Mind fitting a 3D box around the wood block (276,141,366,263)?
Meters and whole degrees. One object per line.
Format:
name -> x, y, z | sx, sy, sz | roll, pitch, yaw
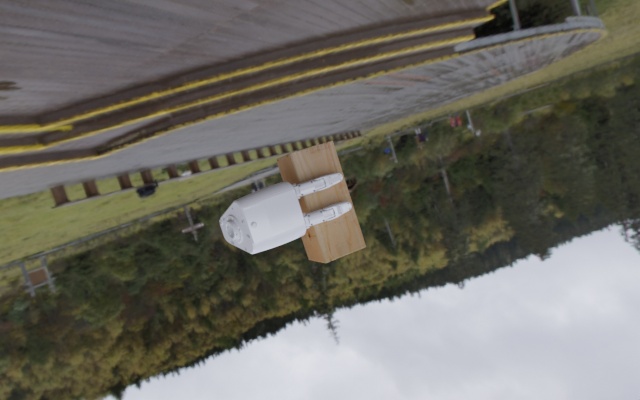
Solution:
wood block -> 0.000, 0.003, 0.899 | 0.090, 0.206, 0.091 | -19, 5, -22
